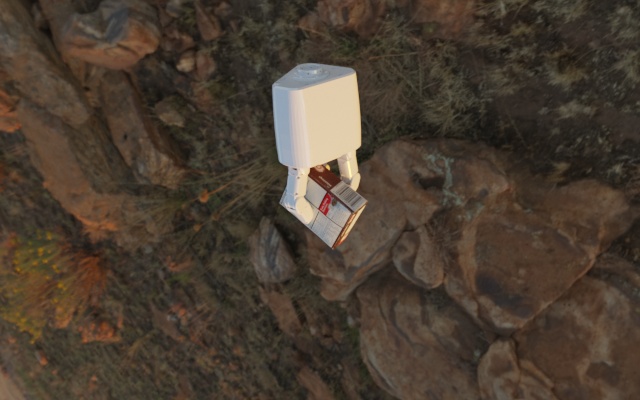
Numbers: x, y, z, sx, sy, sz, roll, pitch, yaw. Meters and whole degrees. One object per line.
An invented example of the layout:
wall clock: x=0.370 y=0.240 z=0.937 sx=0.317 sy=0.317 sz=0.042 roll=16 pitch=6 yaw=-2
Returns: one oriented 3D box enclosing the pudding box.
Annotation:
pudding box: x=0.000 y=0.002 z=0.683 sx=0.039 sy=0.113 sz=0.090 roll=-37 pitch=-19 yaw=-41
